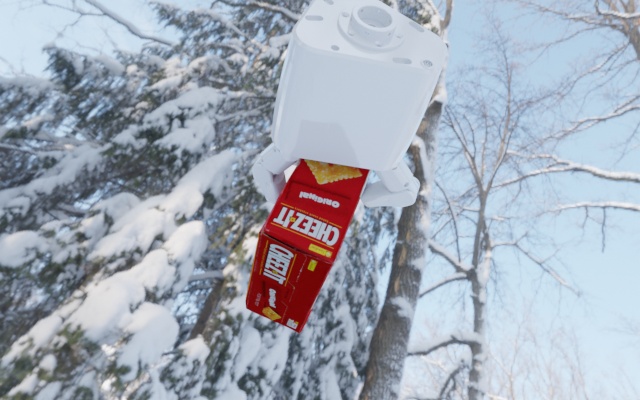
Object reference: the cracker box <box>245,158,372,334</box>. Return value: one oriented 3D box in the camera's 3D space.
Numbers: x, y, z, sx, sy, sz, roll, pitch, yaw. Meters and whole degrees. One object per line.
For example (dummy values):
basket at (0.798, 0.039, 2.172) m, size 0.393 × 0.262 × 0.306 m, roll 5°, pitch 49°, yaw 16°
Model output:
cracker box at (0.000, 0.002, 0.486) m, size 0.072 × 0.213 × 0.164 m, roll 23°, pitch -36°, yaw 3°
